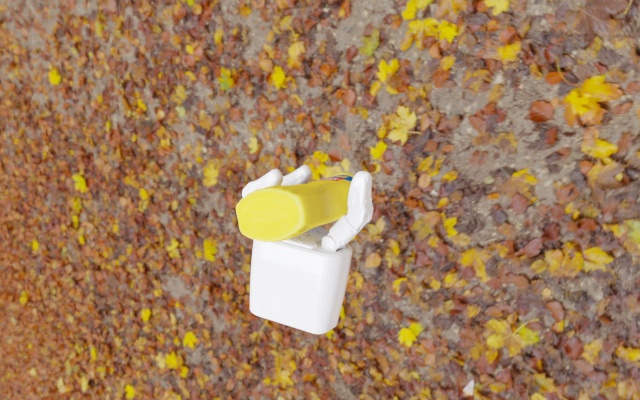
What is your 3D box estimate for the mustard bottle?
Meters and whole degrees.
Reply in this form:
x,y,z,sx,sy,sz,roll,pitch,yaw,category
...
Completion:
x,y,z,sx,sy,sz,roll,pitch,yaw,category
0.000,0.002,0.563,0.096,0.058,0.191,-11,2,37,mustard bottle
